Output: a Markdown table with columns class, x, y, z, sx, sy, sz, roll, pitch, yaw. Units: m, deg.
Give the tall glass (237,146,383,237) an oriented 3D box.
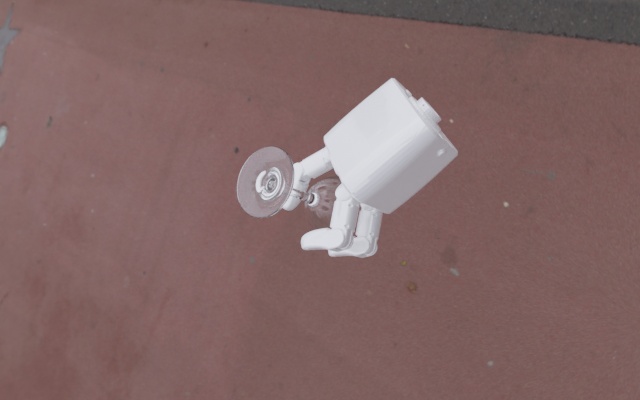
| class | x | y | z | sx | sy | sz | roll | pitch | yaw |
| --- | --- | --- | --- | --- | --- | --- | --- | --- | --- |
| tall glass | 0.000 | 0.002 | 0.554 | 0.079 | 0.079 | 0.201 | 0 | -12 | 35 |
